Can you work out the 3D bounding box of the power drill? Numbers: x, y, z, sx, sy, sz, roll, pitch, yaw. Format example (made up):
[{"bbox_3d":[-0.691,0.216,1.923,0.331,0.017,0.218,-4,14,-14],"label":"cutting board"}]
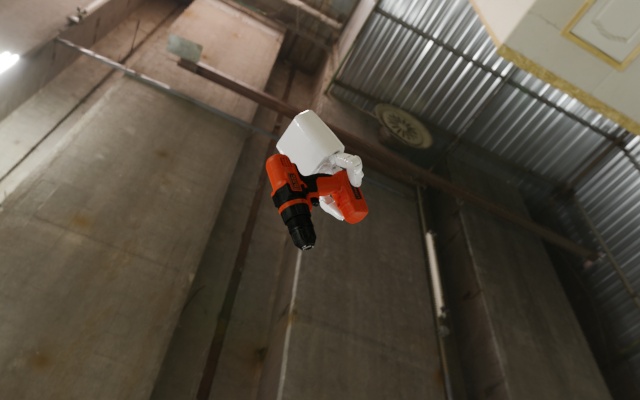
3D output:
[{"bbox_3d":[0.000,0.003,0.869,0.187,0.184,0.057,3,-31,-44],"label":"power drill"}]
